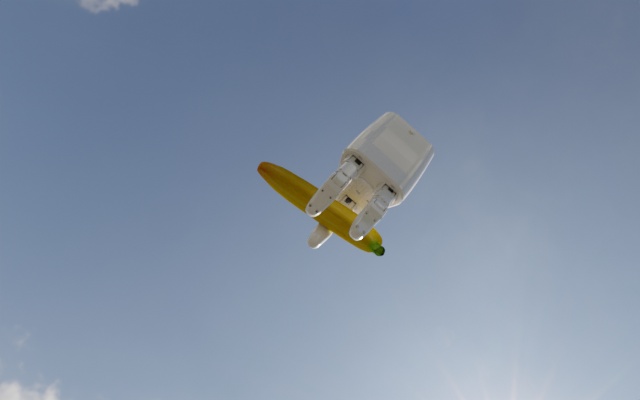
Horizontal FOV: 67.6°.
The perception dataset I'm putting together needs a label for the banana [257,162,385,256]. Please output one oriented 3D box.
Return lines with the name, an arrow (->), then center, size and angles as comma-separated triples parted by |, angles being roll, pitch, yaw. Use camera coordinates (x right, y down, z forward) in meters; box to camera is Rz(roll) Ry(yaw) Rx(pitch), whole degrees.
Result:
banana -> 0.006, 0.010, 0.604 | 0.197, 0.037, 0.070 | 33, -10, 20
